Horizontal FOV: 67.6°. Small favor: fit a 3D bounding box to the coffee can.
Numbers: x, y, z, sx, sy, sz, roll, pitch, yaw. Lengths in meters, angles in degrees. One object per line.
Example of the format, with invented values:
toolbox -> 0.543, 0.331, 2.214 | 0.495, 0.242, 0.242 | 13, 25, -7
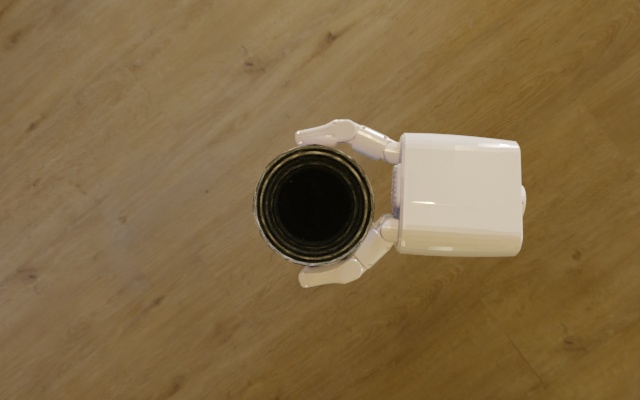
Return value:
coffee can -> 0.000, 0.001, 0.465 | 0.103, 0.103, 0.140 | 0, 3, 5
